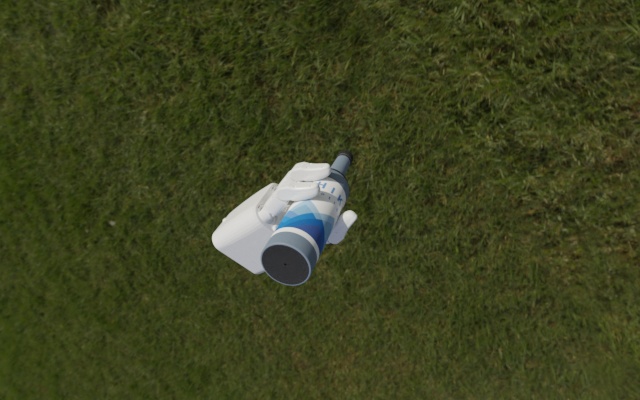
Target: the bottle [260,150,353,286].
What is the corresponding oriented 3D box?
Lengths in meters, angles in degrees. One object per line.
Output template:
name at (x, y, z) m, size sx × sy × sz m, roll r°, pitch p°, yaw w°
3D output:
bottle at (0.000, 0.002, 0.698) m, size 0.069 × 0.069 × 0.295 m, roll 0°, pitch 31°, yaw 20°
